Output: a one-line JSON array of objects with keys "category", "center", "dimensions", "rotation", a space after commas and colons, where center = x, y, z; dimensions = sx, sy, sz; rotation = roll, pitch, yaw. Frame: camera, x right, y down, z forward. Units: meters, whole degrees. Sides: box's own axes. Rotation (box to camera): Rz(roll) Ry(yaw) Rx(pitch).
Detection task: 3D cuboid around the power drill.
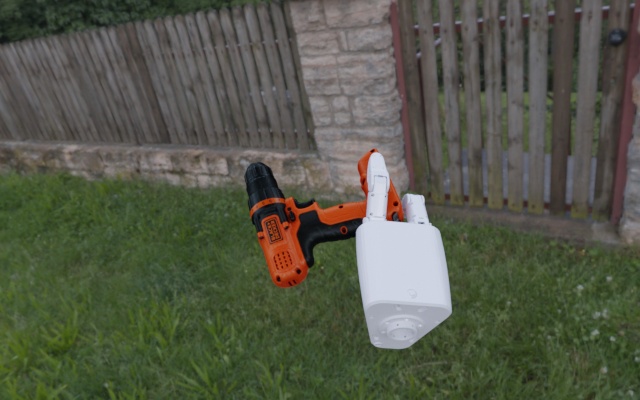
[{"category": "power drill", "center": [0.001, 0.002, 0.623], "dimensions": [0.187, 0.184, 0.057], "rotation": [-22, -27, 3]}]
